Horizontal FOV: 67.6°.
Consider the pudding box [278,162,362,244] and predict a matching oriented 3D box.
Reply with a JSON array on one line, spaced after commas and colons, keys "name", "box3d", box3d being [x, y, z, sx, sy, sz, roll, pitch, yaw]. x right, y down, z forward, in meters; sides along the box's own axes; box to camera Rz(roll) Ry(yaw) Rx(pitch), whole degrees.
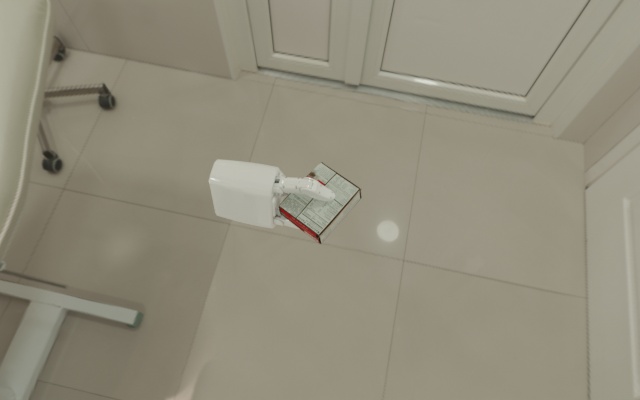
[{"name": "pudding box", "box3d": [0.000, 0.002, 0.792, 0.090, 0.113, 0.039, 36, -17, 19]}]
